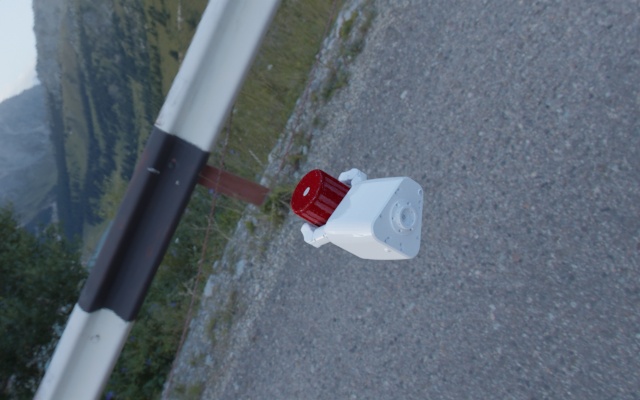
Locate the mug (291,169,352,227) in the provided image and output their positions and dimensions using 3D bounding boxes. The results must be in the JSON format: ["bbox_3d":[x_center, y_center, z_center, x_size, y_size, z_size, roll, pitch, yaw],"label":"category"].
[{"bbox_3d":[-0.001,0.002,0.784,0.081,0.093,0.117,31,-20,-28],"label":"mug"}]
